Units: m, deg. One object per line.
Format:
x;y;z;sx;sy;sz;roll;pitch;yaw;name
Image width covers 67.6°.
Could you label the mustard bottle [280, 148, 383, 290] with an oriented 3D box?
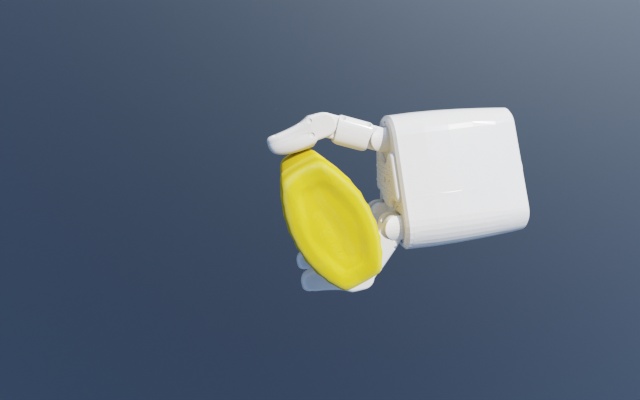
0.000;0.002;0.415;0.058;0.096;0.191;-31;12;1;mustard bottle
